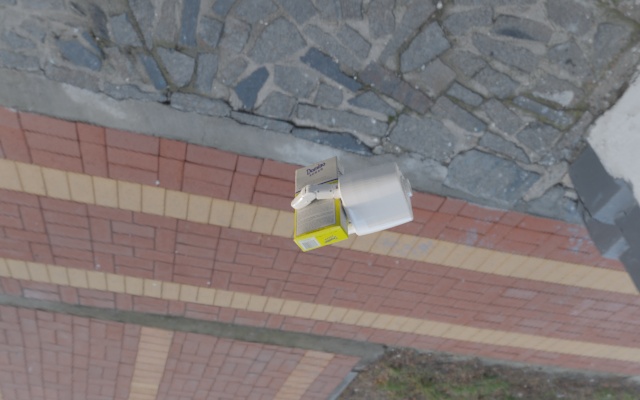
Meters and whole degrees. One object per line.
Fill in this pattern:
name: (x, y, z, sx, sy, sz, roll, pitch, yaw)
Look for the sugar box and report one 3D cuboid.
sugar box: (0.001, 0.003, 0.896, 0.093, 0.176, 0.048, -17, -46, 19)
